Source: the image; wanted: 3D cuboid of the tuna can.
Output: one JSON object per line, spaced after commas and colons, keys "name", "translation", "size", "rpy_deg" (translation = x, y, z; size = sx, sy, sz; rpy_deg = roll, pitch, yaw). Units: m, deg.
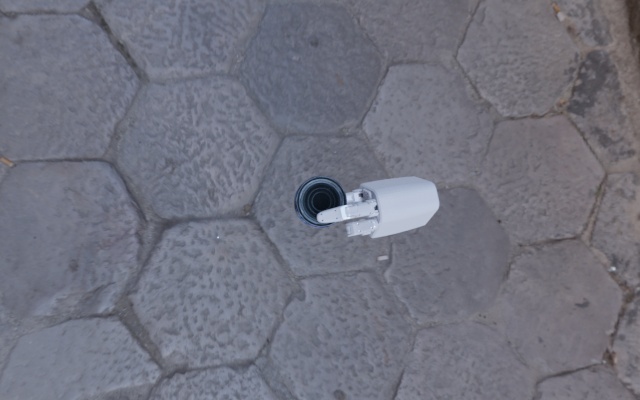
{"name": "tuna can", "translation": [0.000, 0.003, 0.786], "size": [0.086, 0.086, 0.034], "rpy_deg": [0, -3, -7]}
